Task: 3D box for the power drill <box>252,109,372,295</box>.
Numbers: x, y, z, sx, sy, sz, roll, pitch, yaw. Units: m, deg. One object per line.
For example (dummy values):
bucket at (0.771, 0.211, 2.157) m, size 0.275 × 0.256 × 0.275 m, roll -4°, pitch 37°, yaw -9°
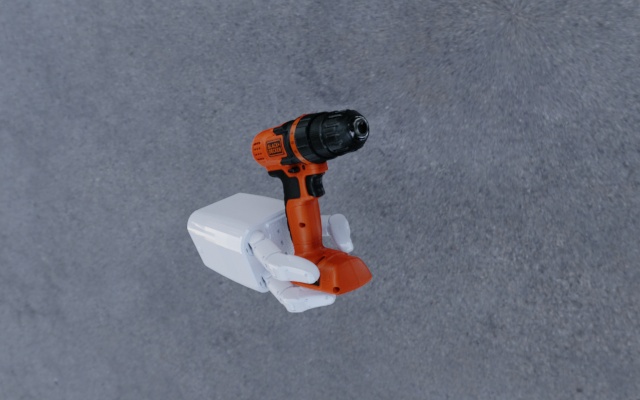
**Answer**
power drill at (0.000, 0.002, 0.512) m, size 0.057 × 0.187 × 0.184 m, roll -16°, pitch 8°, yaw -32°
